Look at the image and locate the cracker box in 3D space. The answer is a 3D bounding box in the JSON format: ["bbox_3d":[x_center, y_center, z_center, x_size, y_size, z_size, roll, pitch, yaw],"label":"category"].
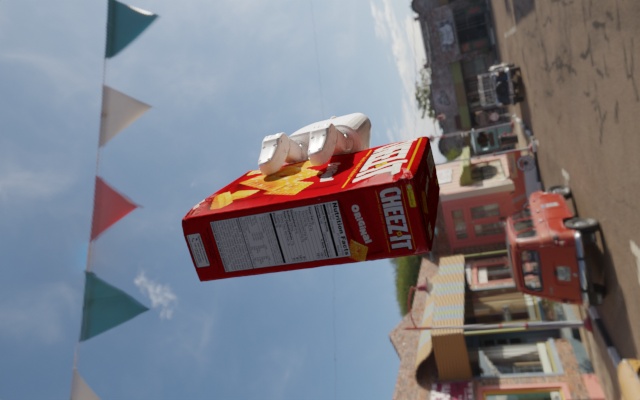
[{"bbox_3d":[0.000,0.002,0.466,0.214,0.072,0.164,-10,16,19],"label":"cracker box"}]
